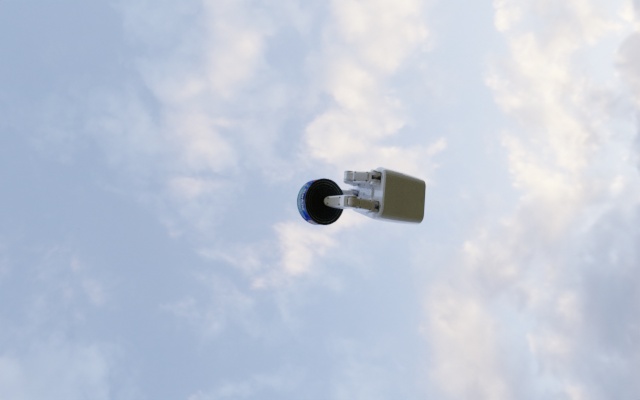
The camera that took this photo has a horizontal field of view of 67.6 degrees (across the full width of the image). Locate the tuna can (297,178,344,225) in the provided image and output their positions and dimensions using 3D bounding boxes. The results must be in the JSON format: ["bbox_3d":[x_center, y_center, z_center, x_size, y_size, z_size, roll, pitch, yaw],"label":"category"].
[{"bbox_3d":[0.000,0.003,0.877,0.086,0.086,0.034,0,-2,-32],"label":"tuna can"}]
